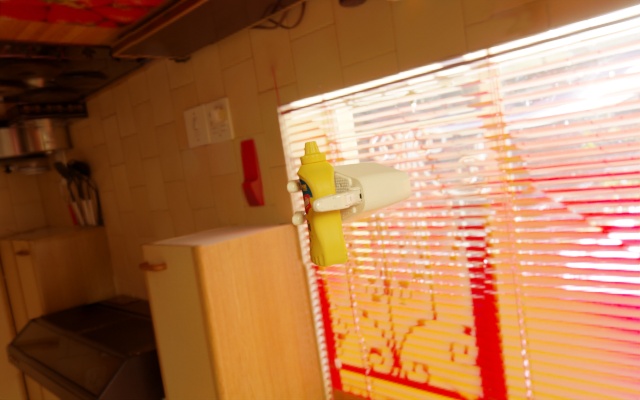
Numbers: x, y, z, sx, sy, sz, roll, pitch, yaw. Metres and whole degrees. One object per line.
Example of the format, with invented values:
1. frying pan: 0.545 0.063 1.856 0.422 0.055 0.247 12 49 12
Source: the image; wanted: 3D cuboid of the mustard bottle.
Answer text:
1. mustard bottle: 0.000 0.003 0.750 0.058 0.191 0.096 -10 5 -9
